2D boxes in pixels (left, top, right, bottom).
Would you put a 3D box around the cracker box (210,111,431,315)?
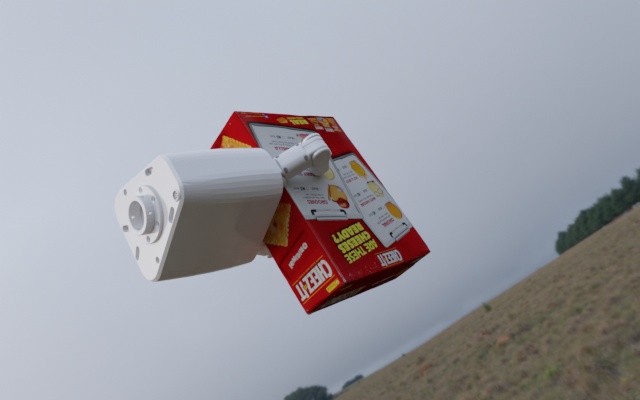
[{"bbox_3d":[0.000,0.001,0.529,0.164,0.213,0.072,-8,-31,-49],"label":"cracker box"}]
